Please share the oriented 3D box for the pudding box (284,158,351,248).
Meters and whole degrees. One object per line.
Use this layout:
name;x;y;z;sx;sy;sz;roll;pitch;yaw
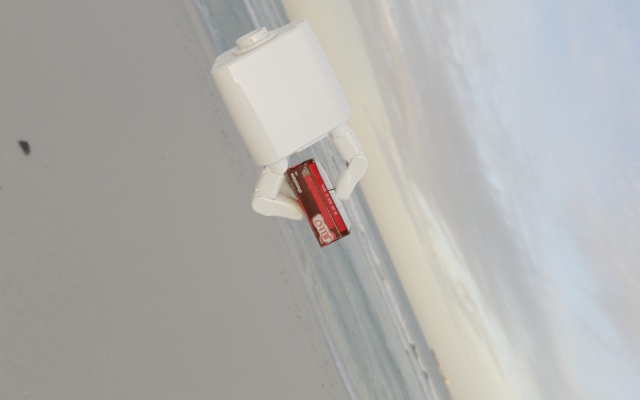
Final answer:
pudding box;0.000;0.002;0.541;0.039;0.090;0.113;-25;-1;6
